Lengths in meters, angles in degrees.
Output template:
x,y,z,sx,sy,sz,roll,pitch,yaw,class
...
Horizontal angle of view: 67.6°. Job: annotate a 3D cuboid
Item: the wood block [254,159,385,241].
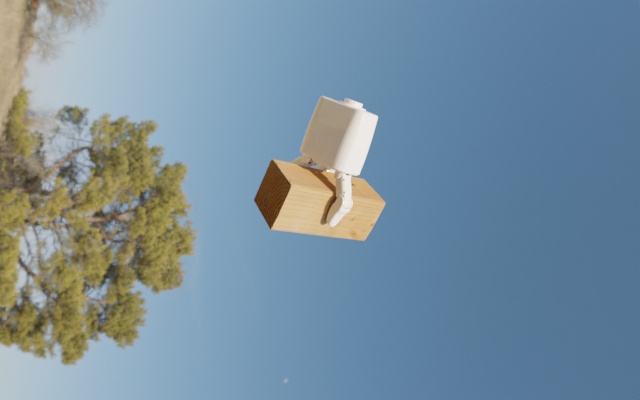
x,y,z,sx,sy,sz,roll,pitch,yaw,class
0.001,0.003,0.853,0.206,0.090,0.090,10,28,-35,wood block
